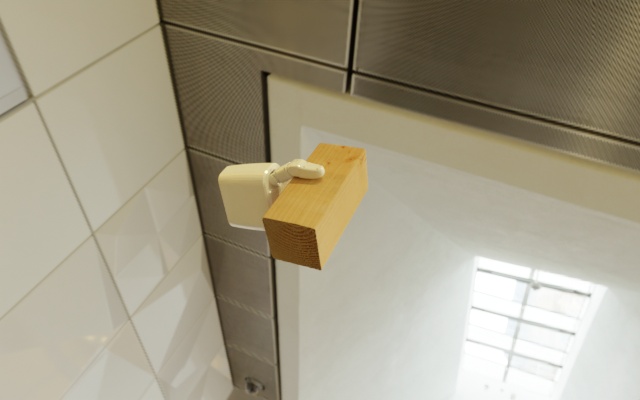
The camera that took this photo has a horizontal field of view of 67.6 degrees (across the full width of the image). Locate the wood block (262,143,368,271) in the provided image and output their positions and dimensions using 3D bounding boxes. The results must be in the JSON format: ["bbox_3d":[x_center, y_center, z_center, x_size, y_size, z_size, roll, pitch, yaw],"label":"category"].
[{"bbox_3d":[0.000,0.002,0.781,0.090,0.091,0.206,11,44,23],"label":"wood block"}]
